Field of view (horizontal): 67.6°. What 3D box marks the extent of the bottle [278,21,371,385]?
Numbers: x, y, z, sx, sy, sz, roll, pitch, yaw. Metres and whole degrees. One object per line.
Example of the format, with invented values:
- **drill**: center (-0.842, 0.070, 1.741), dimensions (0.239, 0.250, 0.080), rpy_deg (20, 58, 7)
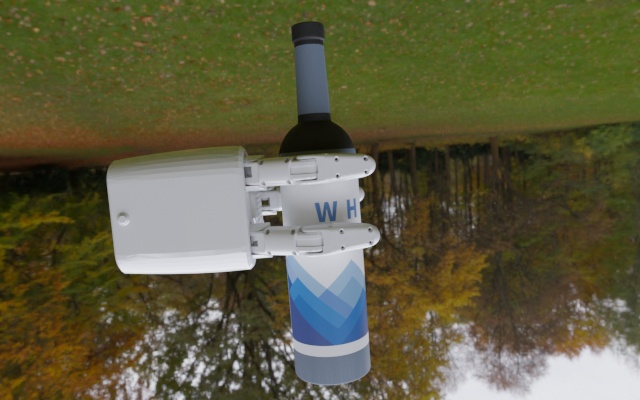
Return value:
- **bottle**: center (0.000, 0.002, 0.408), dimensions (0.069, 0.296, 0.069), rpy_deg (-4, 5, 0)
